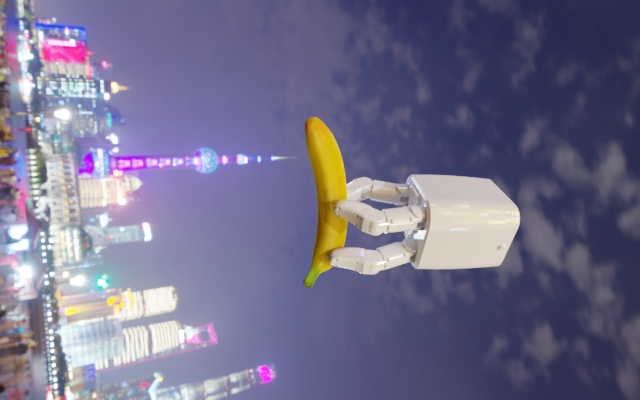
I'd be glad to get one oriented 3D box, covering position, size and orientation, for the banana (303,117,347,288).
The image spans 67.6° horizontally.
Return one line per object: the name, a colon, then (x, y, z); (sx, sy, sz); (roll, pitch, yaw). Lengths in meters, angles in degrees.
banana: (0.007, 0.000, 0.552); (0.037, 0.198, 0.069); (6, 18, 22)
